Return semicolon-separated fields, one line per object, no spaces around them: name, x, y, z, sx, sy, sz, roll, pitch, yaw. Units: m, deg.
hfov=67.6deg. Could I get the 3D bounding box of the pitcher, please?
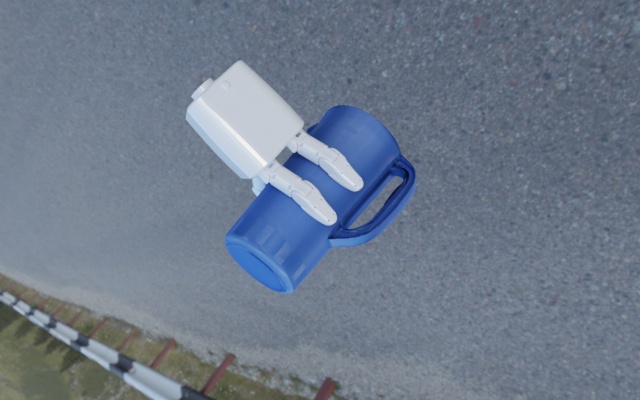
pitcher;0.000;0.002;0.621;0.145;0.242;0.149;46;-25;-14
